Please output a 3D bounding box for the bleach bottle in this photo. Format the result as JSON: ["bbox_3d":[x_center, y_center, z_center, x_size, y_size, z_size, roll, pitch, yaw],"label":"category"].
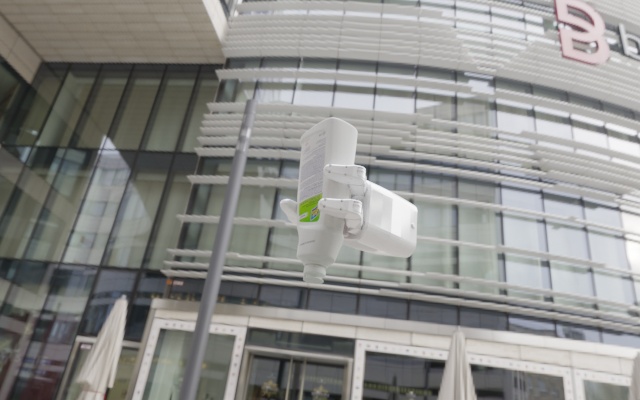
[{"bbox_3d":[0.000,0.002,0.721,0.068,0.250,0.102,23,-30,-28],"label":"bleach bottle"}]
